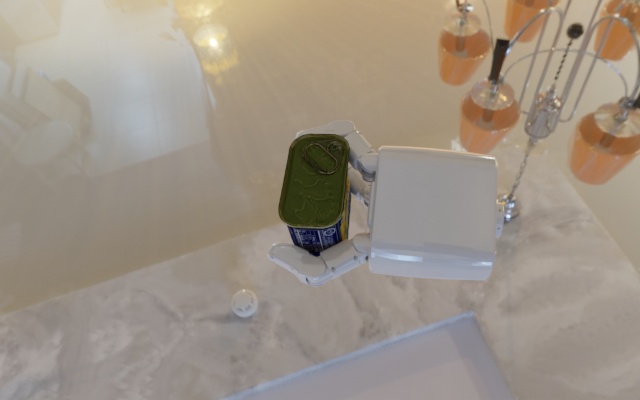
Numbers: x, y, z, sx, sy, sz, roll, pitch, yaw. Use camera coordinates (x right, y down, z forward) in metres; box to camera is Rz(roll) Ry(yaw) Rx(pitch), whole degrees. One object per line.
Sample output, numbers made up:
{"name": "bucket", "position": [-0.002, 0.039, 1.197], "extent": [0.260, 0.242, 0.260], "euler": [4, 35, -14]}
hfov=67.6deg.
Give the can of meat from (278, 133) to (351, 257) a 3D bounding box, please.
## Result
{"name": "can of meat", "position": [0.000, 0.002, 0.459], "extent": [0.057, 0.102, 0.084], "euler": [1, -32, 9]}
